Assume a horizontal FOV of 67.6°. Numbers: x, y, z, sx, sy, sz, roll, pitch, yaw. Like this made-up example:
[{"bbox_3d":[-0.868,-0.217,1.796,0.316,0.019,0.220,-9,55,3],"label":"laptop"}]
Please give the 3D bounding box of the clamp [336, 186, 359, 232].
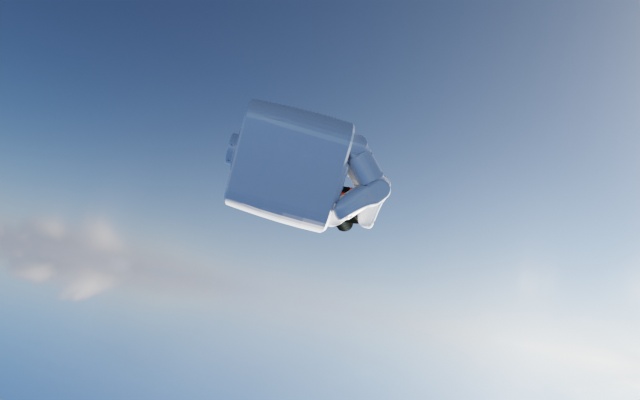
[{"bbox_3d":[0.000,0.003,0.594,0.120,0.039,0.171,17,-13,-6],"label":"clamp"}]
